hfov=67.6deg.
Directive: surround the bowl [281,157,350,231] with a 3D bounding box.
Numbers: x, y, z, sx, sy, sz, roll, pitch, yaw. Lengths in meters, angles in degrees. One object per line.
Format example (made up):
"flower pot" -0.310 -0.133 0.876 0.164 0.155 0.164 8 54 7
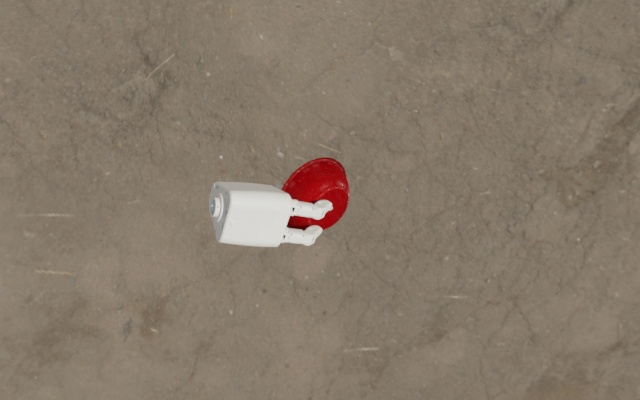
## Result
"bowl" 0.001 0.003 0.894 0.162 0.162 0.055 0 30 -43
